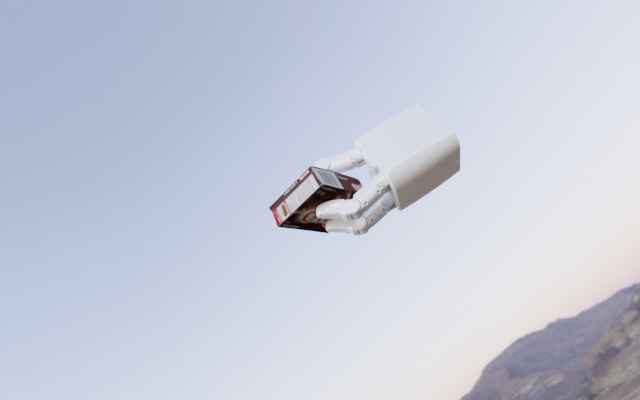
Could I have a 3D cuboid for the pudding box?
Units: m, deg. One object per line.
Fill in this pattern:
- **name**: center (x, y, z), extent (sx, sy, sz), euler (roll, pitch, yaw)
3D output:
- **pudding box**: center (0.000, 0.002, 0.655), extent (0.090, 0.039, 0.113), euler (-44, -33, 24)
